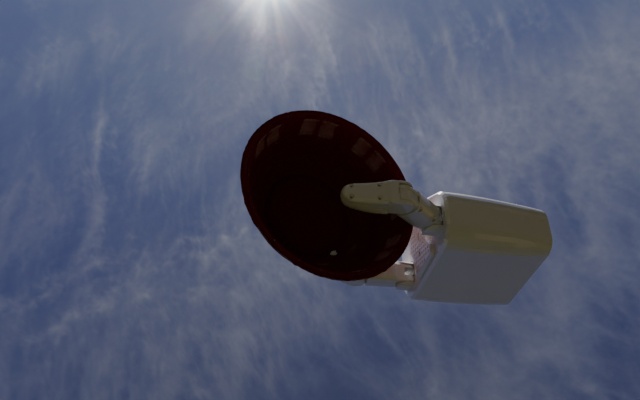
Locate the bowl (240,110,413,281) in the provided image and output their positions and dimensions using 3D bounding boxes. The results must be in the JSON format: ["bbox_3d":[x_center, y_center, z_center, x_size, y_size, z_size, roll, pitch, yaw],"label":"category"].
[{"bbox_3d":[-0.001,0.001,0.423,0.162,0.162,0.055,0,-26,-28],"label":"bowl"}]
